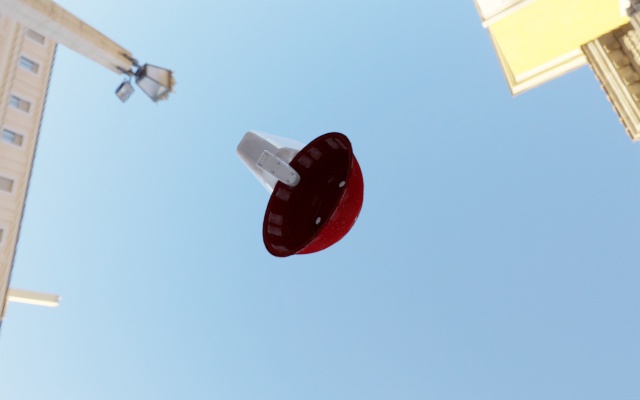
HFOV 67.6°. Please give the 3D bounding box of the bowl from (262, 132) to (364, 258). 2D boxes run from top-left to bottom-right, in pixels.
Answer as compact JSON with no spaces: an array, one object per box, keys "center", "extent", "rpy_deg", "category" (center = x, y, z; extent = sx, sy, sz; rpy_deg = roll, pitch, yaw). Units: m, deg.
[{"center":[0.001,0.003,0.562],"extent":[0.055,0.162,0.162],"rpy_deg":[31,-16,-29],"category":"bowl"}]
